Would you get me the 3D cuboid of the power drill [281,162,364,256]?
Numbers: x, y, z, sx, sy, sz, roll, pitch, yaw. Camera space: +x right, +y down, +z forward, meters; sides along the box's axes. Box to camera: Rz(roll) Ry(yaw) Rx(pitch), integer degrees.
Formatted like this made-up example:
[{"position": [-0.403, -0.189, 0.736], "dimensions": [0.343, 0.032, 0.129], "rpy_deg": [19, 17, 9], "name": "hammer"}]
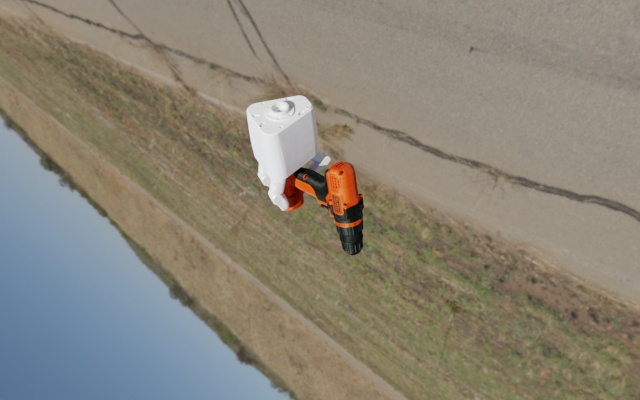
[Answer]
[{"position": [0.000, 0.003, 0.893], "dimensions": [0.187, 0.184, 0.057], "rpy_deg": [17, 36, 39], "name": "power drill"}]
